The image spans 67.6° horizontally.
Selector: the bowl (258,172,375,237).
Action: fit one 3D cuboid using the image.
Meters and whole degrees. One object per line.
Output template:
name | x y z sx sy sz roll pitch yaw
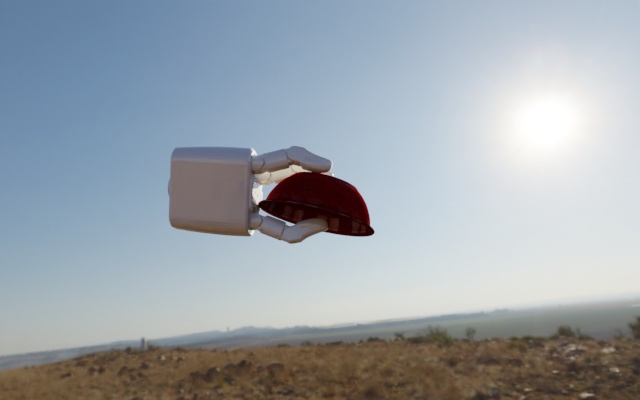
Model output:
bowl | 0.001 0.002 0.650 0.162 0.055 0.162 14 -13 3
